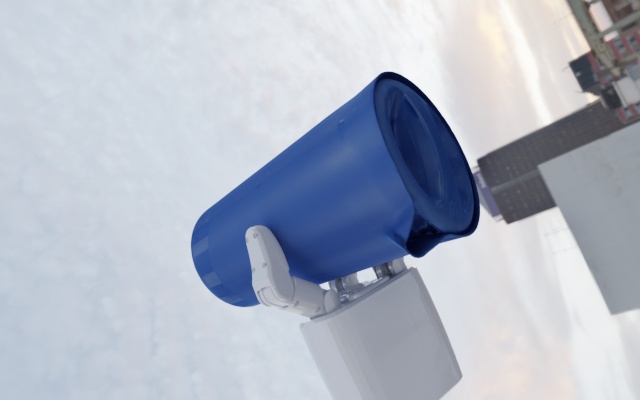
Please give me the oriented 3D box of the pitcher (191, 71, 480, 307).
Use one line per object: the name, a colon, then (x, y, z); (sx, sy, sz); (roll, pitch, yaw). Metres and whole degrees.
pitcher: (0.000, 0.002, 0.417); (0.243, 0.145, 0.149); (-28, -6, 35)
